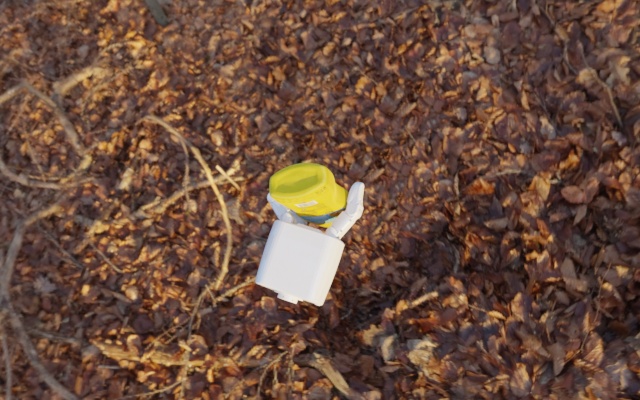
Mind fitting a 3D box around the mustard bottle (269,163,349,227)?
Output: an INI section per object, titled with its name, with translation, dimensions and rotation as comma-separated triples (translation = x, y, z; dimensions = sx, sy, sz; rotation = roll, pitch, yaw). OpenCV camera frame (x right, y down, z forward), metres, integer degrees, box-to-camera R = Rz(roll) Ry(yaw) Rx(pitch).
[mustard bottle]
translation = 0.000, 0.002, 0.782
dimensions = 0.096, 0.058, 0.192
rotation = -13, -24, 19
